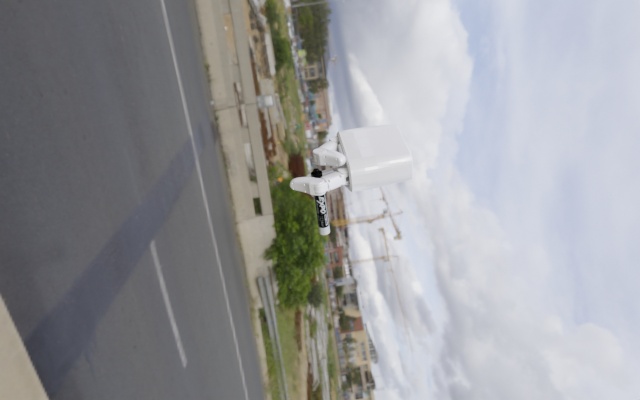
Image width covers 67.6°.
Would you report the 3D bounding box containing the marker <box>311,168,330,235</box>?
[{"bbox_3d":[0.000,0.003,0.785,0.020,0.121,0.020,-6,30,3],"label":"marker"}]
